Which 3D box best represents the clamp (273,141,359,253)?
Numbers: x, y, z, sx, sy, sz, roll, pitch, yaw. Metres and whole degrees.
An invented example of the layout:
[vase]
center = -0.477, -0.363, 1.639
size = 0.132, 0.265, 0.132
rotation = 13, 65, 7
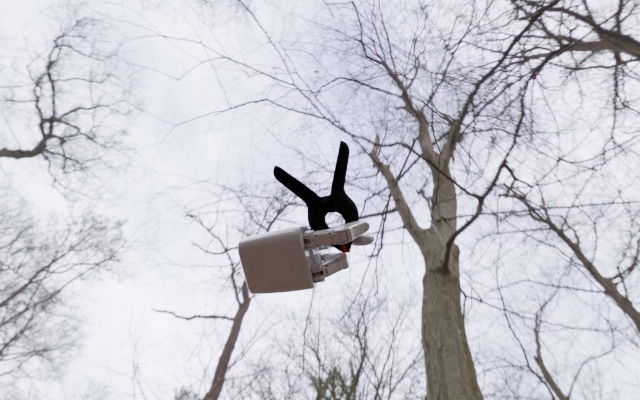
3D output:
[clamp]
center = 0.000, 0.002, 0.733
size = 0.120, 0.171, 0.039
rotation = -10, 12, 13
